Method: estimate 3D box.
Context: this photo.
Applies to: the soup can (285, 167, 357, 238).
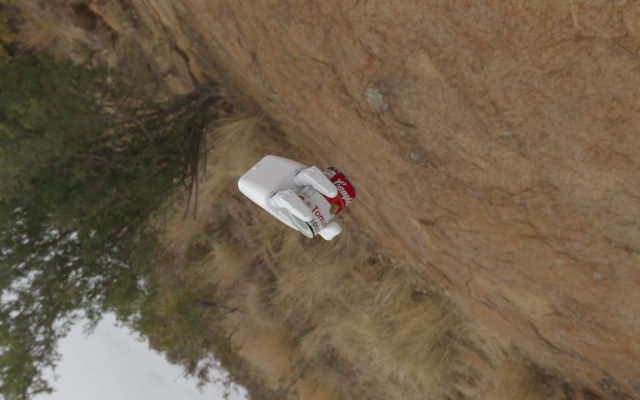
[{"bbox_3d":[0.000,0.003,0.774,0.102,0.068,0.068,-43,16,-18],"label":"soup can"}]
